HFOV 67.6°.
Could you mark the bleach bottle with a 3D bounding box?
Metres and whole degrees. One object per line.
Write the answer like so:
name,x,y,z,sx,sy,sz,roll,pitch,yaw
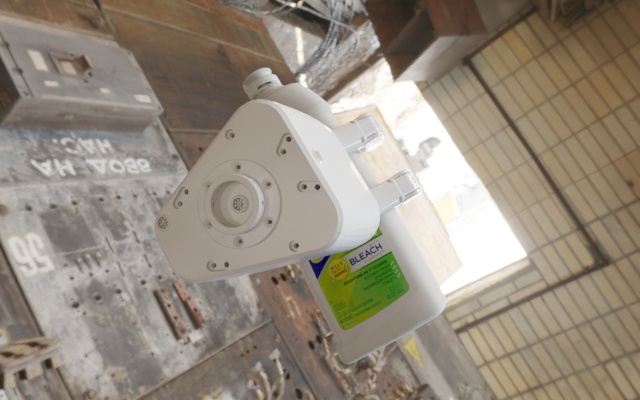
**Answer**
bleach bottle,0.000,0.001,0.409,0.102,0.251,0.068,-33,-9,12
